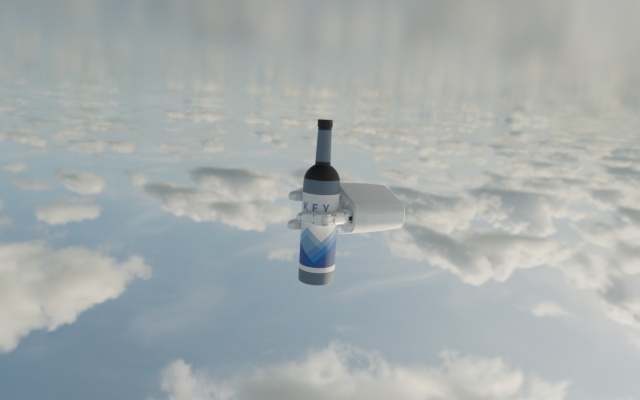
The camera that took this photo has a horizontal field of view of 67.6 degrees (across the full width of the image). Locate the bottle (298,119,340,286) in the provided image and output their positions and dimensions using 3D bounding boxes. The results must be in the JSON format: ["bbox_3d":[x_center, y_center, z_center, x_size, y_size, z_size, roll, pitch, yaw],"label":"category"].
[{"bbox_3d":[0.000,0.003,0.863,0.069,0.296,0.069,3,11,-1],"label":"bottle"}]
